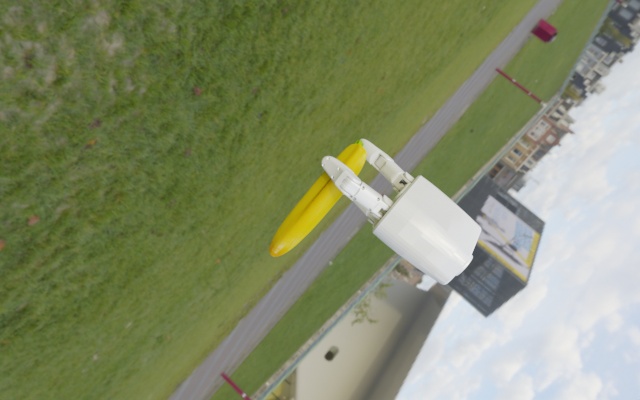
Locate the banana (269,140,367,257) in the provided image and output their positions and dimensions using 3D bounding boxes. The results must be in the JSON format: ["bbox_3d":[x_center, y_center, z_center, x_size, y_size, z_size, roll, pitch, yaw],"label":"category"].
[{"bbox_3d":[0.002,-0.004,0.614,0.037,0.198,0.069,40,-7,6],"label":"banana"}]
